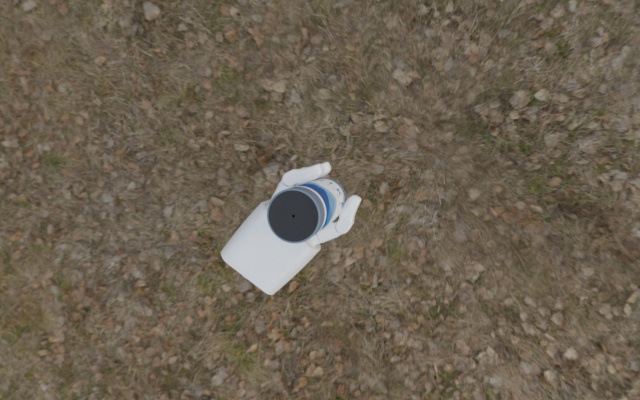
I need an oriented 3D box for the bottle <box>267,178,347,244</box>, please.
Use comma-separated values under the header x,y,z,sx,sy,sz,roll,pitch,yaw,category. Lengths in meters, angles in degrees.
x,y,z,sx,sy,sz,roll,pitch,yaw,category
0.000,0.002,0.708,0.069,0.069,0.295,0,6,13,bottle
